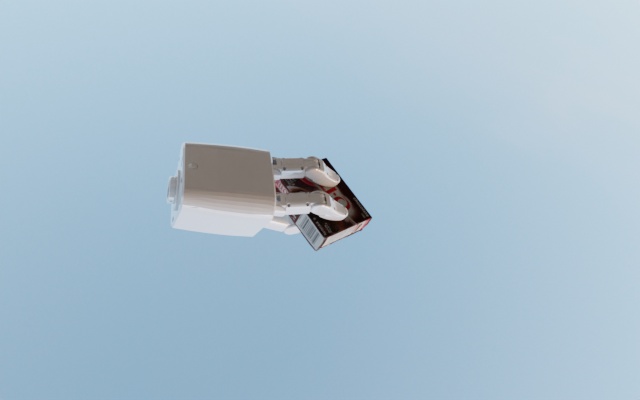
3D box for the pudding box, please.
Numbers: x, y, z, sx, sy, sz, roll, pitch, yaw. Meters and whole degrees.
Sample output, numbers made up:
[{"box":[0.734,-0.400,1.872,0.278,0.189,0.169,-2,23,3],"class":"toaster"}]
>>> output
[{"box":[0.000,0.002,0.634,0.090,0.113,0.039,-21,-22,-38],"class":"pudding box"}]
